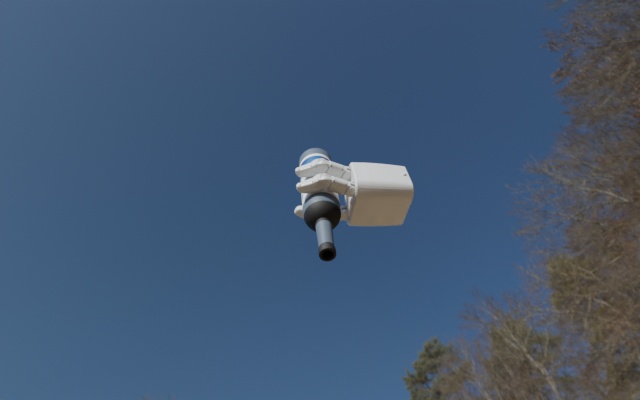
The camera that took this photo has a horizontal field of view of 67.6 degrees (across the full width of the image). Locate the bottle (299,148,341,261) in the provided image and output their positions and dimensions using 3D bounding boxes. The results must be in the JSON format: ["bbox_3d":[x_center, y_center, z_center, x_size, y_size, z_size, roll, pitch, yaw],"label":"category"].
[{"bbox_3d":[0.000,0.003,0.860,0.069,0.069,0.295,0,34,-5],"label":"bottle"}]
